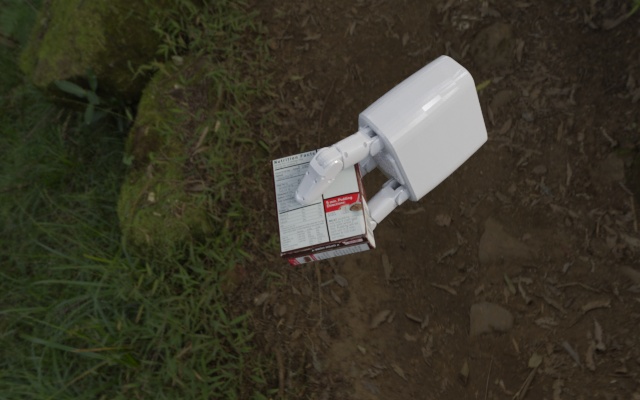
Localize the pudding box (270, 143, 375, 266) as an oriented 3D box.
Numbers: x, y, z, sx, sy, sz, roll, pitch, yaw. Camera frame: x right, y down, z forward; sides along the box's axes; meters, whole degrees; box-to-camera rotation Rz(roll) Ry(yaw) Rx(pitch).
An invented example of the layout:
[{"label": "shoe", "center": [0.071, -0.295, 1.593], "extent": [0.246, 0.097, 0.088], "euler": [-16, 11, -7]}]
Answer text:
[{"label": "pudding box", "center": [0.000, 0.002, 0.485], "extent": [0.090, 0.113, 0.039], "euler": [-14, -29, 11]}]
